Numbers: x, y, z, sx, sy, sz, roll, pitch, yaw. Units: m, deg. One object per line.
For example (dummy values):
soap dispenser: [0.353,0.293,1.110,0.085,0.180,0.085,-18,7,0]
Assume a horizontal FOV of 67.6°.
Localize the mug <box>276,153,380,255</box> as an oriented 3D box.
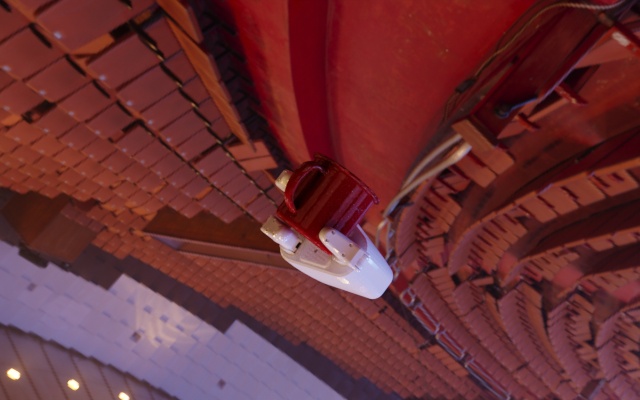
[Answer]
mug: [-0.001,0.001,0.522,0.093,0.081,0.117,34,-7,35]
